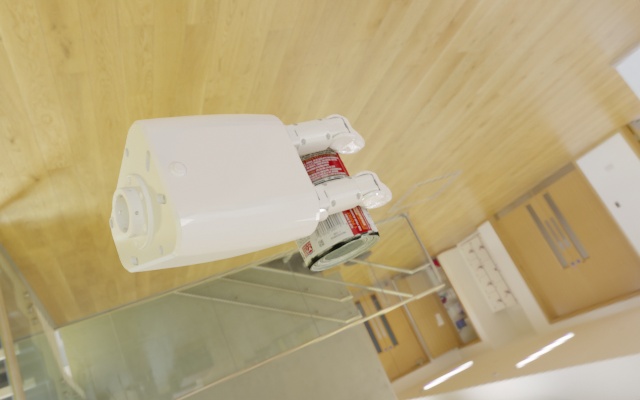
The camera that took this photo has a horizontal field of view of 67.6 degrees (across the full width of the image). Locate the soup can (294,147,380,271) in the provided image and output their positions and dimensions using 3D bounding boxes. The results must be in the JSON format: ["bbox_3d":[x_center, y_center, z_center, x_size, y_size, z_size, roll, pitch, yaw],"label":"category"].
[{"bbox_3d":[0.000,0.002,0.415,0.068,0.102,0.068,-23,-18,-8],"label":"soup can"}]
